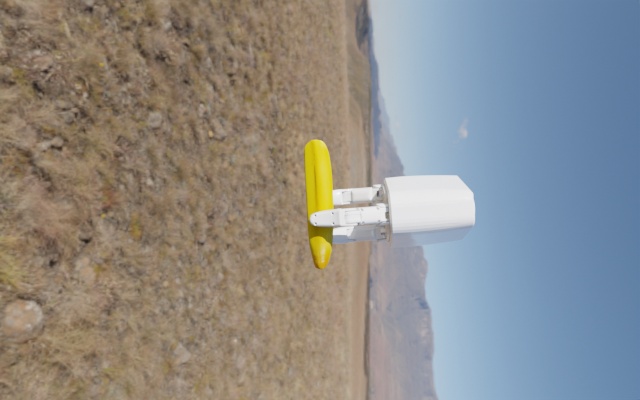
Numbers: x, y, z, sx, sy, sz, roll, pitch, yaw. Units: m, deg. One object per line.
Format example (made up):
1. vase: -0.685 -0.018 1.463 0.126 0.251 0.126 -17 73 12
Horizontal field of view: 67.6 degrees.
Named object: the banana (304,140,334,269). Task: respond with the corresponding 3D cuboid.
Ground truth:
1. banana: -0.001 -0.009 0.650 0.037 0.197 0.070 -4 -26 1
